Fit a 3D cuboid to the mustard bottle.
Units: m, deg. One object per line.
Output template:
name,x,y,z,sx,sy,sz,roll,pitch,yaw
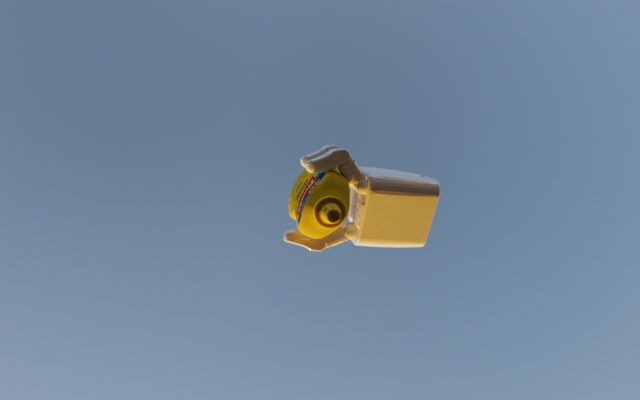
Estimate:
mustard bottle,0.000,0.002,0.664,0.058,0.096,0.191,29,5,-14
